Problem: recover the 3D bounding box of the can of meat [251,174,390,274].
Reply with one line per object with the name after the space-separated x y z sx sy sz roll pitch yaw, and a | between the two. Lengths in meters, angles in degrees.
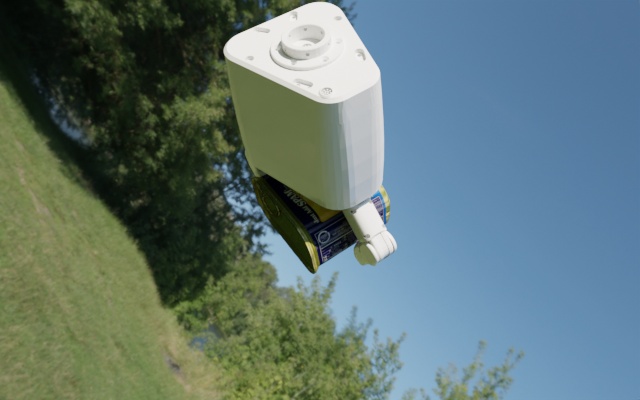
0.000 0.001 0.428 0.084 0.057 0.102 -30 51 -17 | can of meat
